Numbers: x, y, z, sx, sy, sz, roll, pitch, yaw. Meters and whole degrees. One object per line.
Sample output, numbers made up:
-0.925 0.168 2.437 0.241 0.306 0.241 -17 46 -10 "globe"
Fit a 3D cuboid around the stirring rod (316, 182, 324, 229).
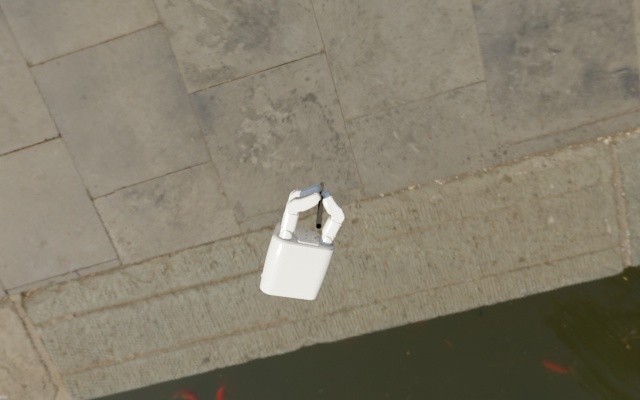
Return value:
0.000 0.003 0.785 0.011 0.011 0.239 0 16 1 "stirring rod"
